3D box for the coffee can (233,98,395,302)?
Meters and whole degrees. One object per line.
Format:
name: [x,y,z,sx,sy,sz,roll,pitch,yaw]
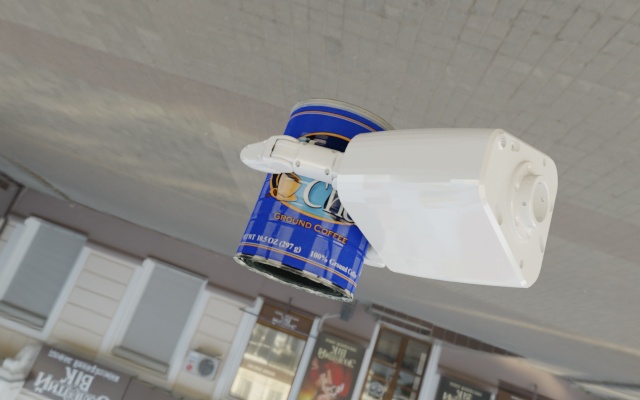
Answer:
coffee can: [0.000,0.001,0.404,0.103,0.140,0.103,18,-16,5]
